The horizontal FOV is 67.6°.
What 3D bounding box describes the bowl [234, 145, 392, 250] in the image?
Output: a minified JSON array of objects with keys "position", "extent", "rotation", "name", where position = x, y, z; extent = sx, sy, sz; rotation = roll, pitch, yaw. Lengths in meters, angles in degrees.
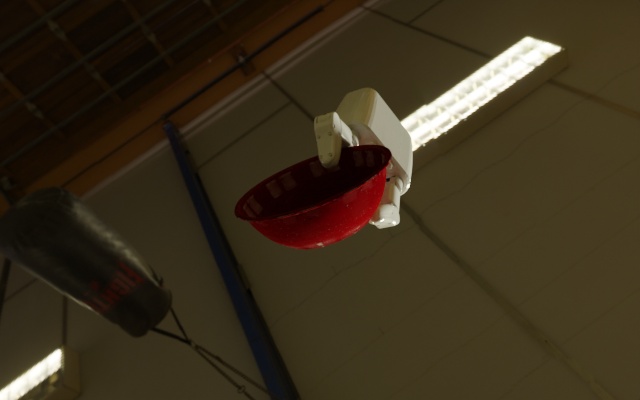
[{"position":[0.000,0.003,0.471],"extent":[0.162,0.055,0.162],"rotation":[-19,18,7],"name":"bowl"}]
